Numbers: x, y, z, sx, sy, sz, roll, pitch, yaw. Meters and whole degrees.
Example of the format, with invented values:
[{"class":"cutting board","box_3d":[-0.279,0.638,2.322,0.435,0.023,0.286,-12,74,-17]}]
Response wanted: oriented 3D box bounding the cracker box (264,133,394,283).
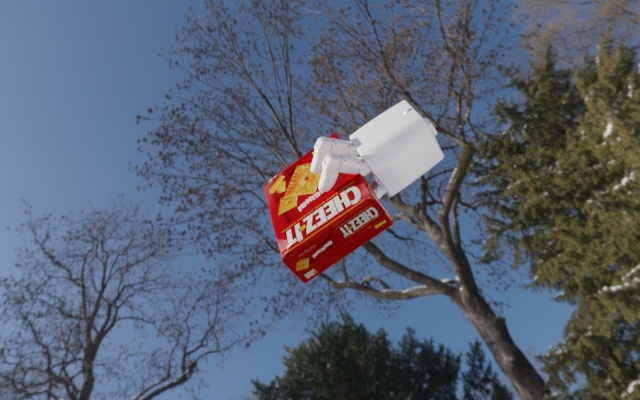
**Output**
[{"class":"cracker box","box_3d":[0.000,0.003,0.771,0.164,0.072,0.213,-36,35,9]}]
